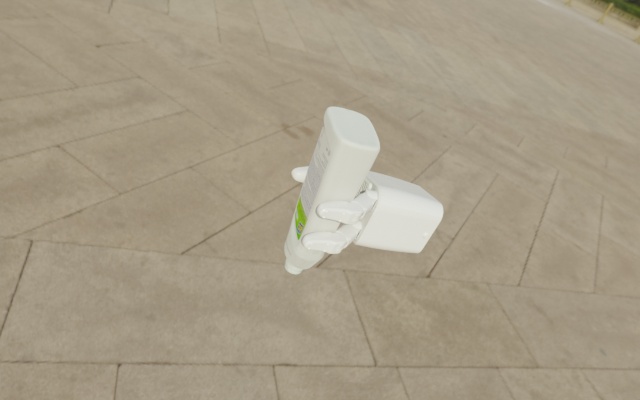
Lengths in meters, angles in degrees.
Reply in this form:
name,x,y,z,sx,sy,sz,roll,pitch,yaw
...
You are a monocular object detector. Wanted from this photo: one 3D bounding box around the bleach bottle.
name,x,y,z,sx,sy,sz,roll,pitch,yaw
bleach bottle,0.000,0.002,0.673,0.068,0.251,0.102,12,35,-18
